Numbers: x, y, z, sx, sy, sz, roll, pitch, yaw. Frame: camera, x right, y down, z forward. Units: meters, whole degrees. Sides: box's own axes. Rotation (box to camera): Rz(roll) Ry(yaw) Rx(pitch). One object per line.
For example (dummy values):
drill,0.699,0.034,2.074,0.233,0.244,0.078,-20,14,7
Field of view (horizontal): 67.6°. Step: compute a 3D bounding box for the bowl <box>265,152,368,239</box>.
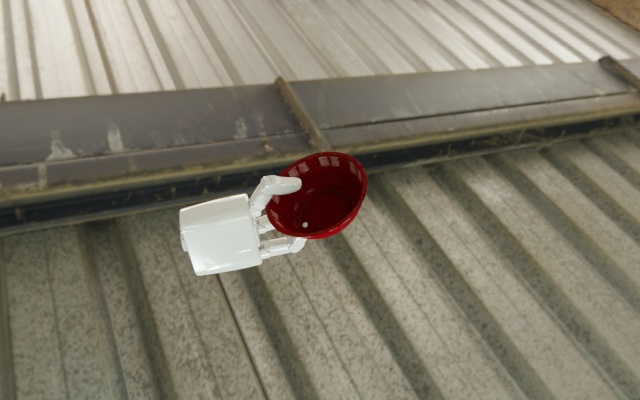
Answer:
bowl,0.002,0.002,0.727,0.162,0.162,0.055,0,-37,25
